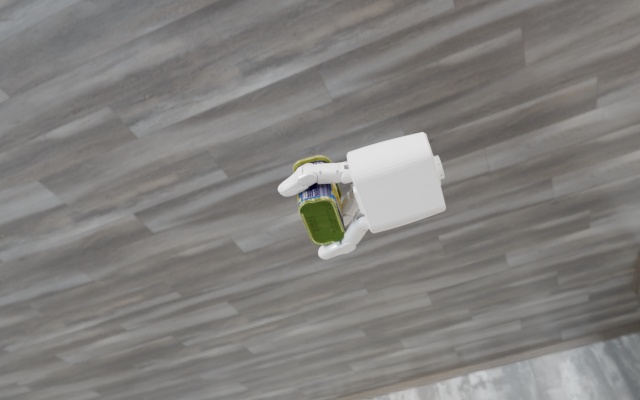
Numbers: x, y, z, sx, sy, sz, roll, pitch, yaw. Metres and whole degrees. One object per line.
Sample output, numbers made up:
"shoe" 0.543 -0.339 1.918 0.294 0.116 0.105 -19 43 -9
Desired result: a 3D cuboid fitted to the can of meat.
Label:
"can of meat" 0.000 0.002 0.682 0.057 0.083 0.102 -14 -44 7
